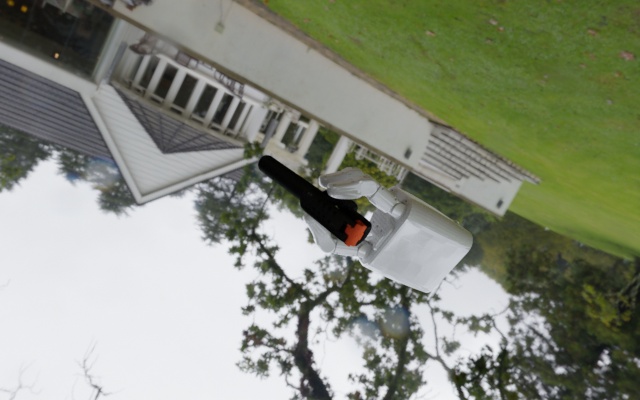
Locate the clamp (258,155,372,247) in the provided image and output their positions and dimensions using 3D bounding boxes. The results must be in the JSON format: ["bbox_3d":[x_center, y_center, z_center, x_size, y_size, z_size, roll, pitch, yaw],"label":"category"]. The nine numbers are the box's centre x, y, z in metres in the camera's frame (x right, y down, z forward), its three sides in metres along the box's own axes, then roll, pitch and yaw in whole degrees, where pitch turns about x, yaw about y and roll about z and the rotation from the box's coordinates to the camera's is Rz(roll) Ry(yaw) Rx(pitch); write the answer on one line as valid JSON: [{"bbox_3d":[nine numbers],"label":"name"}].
[{"bbox_3d":[0.000,0.003,0.600,0.164,0.036,0.210,28,8,-16],"label":"clamp"}]
